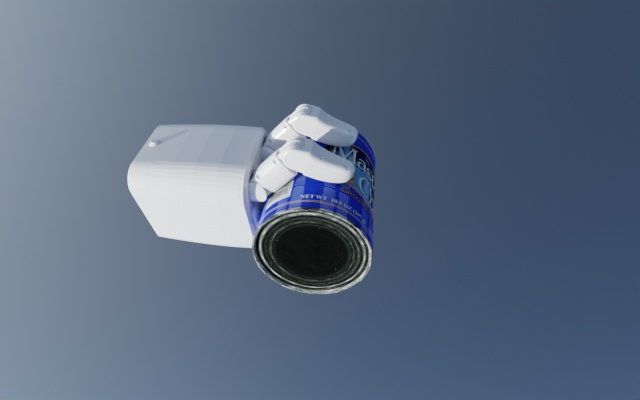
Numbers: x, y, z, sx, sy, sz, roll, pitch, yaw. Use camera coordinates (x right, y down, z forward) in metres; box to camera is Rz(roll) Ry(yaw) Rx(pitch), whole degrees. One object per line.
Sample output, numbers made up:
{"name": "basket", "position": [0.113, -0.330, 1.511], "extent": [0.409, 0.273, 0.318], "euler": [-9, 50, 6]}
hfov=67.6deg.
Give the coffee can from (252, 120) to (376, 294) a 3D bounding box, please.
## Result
{"name": "coffee can", "position": [0.000, 0.001, 0.453], "extent": [0.103, 0.103, 0.140], "euler": [0, 40, 8]}
